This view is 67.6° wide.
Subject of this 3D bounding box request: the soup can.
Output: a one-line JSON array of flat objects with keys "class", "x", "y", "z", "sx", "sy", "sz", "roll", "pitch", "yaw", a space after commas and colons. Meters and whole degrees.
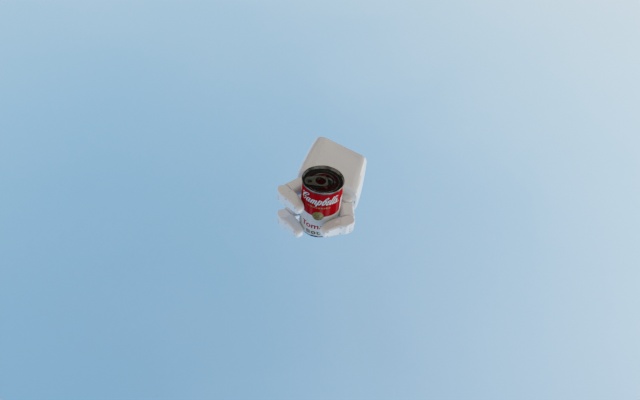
[{"class": "soup can", "x": 0.000, "y": 0.003, "z": 0.781, "sx": 0.068, "sy": 0.102, "sz": 0.068, "roll": 3, "pitch": 44, "yaw": -3}]
